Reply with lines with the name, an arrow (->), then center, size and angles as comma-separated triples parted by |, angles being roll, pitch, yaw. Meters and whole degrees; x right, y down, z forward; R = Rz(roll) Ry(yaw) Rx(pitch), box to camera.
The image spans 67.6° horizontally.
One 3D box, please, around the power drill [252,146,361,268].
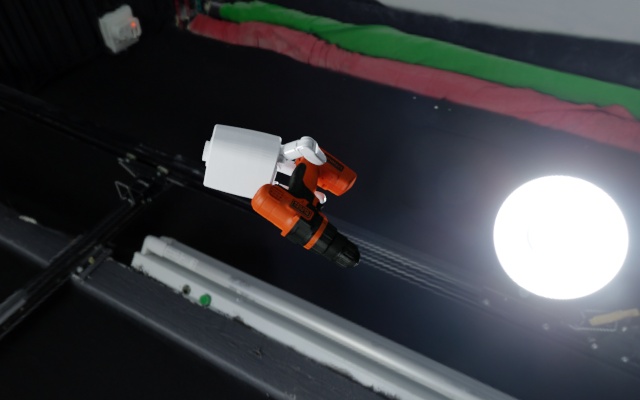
power drill -> 0.000, 0.002, 0.758 | 0.184, 0.057, 0.187 | 36, 36, -8
